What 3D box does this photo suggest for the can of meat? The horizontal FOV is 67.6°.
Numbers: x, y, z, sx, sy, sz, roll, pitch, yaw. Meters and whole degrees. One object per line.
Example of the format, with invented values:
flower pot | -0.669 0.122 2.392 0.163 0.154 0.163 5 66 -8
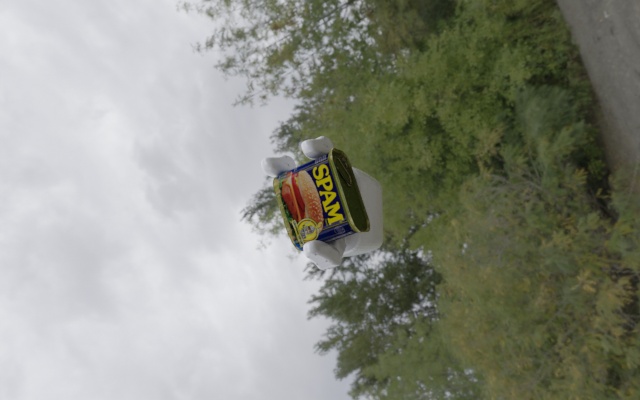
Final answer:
can of meat | 0.000 0.002 0.563 0.084 0.102 0.057 -21 -11 23
